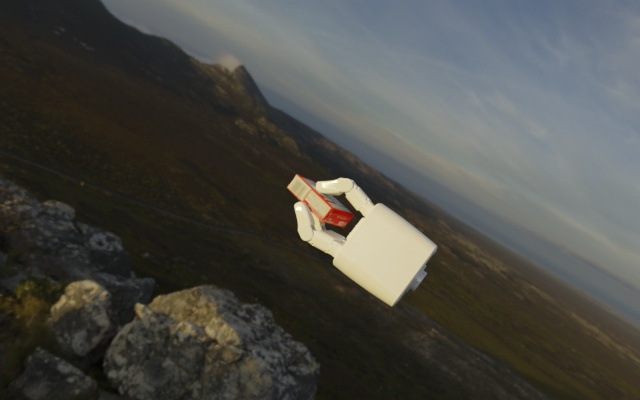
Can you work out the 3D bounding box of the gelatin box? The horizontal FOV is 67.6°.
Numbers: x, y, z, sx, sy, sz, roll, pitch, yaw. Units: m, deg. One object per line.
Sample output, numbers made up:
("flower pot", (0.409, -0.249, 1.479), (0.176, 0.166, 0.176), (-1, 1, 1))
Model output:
("gelatin box", (0.000, 0.002, 0.745), (0.089, 0.030, 0.073), (44, 12, 28))
